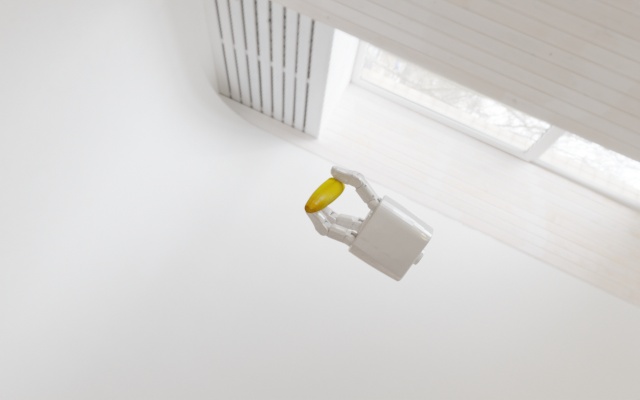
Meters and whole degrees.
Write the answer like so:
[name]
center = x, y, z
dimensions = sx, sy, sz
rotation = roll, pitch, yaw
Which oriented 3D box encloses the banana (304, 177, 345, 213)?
[banana]
center = 0.013, -0.011, 0.837
dimensions = 0.037, 0.069, 0.198
rotation = 42, 7, 1
